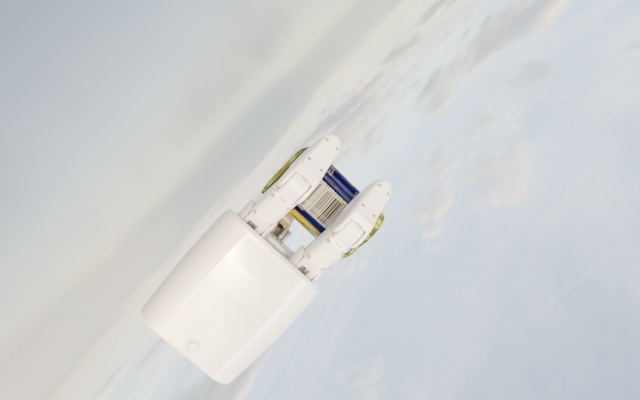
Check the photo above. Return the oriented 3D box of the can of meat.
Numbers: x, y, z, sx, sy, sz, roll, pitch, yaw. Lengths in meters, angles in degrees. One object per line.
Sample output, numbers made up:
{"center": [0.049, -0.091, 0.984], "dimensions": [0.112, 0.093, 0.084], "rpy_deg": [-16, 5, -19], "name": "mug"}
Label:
{"center": [0.000, 0.002, 0.424], "dimensions": [0.084, 0.057, 0.102], "rpy_deg": [44, -6, -11], "name": "can of meat"}
